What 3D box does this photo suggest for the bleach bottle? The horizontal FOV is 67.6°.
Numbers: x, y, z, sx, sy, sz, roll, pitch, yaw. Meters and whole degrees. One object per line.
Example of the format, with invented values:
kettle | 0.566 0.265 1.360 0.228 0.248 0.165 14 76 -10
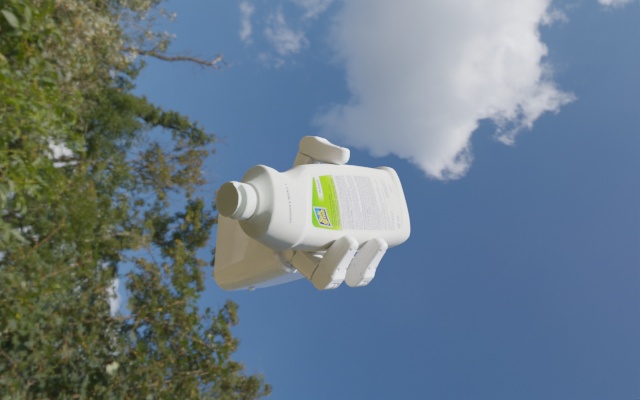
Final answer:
bleach bottle | 0.000 0.002 0.486 0.068 0.102 0.251 -24 -19 34
